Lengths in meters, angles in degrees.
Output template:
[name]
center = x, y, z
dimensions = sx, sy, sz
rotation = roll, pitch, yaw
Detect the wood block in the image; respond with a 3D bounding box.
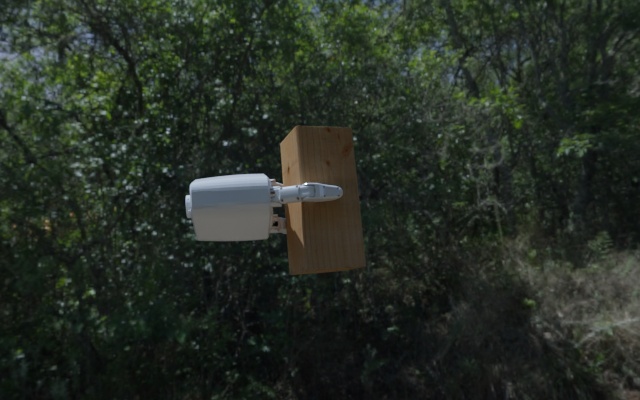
[wood block]
center = 0.000, 0.002, 0.712
dimensions = 0.090, 0.206, 0.091
rotation = -1, -11, -21
